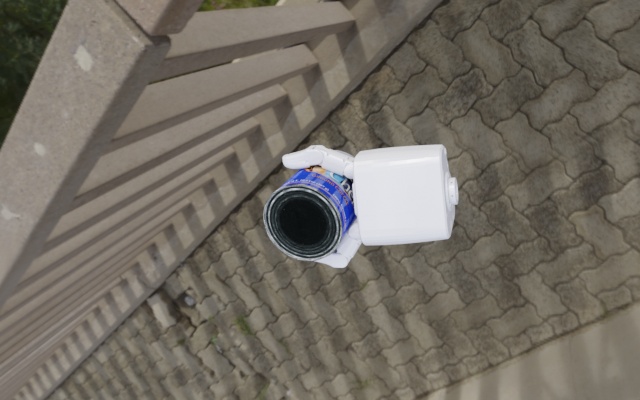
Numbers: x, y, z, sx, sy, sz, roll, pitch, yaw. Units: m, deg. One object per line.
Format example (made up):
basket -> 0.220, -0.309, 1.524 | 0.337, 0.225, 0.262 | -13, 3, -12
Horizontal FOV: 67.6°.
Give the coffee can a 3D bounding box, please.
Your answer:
coffee can -> 0.000, 0.002, 0.634 | 0.103, 0.103, 0.140 | 0, 22, 21
